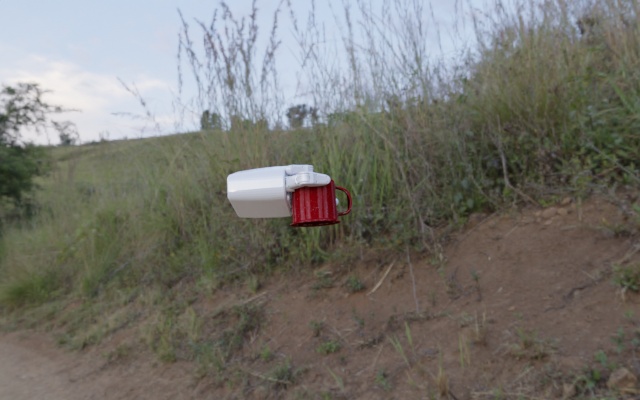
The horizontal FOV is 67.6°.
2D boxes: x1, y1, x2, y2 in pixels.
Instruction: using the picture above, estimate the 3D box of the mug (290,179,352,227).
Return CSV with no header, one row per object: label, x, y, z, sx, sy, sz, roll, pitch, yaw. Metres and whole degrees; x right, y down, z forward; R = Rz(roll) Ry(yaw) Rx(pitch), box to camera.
mug,0.002,0.003,0.888,0.117,0.081,0.093,-4,-9,2
